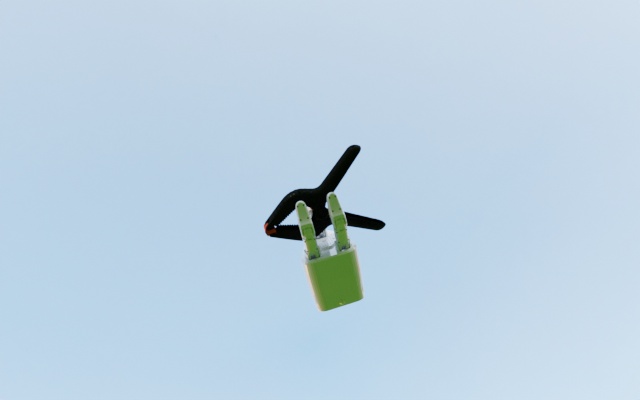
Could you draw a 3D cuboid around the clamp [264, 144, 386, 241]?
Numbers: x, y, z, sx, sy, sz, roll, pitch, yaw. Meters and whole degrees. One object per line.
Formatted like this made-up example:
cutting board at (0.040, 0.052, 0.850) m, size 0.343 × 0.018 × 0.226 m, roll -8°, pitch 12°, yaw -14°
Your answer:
clamp at (-0.001, 0.003, 0.818) m, size 0.210 × 0.165 × 0.036 m, roll -16°, pitch 21°, yaw -7°
